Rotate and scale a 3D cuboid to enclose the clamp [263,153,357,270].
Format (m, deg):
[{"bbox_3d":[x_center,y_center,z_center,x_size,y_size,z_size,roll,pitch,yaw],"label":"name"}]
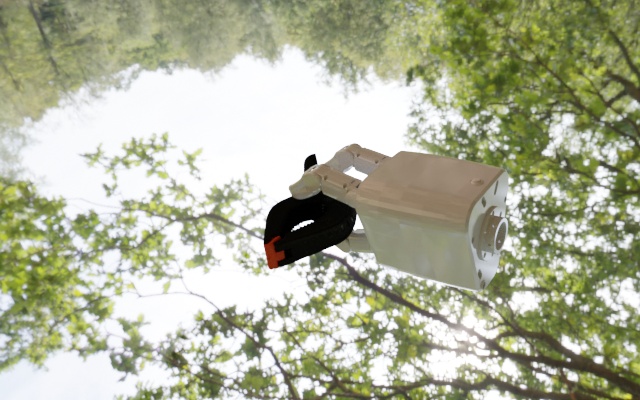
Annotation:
[{"bbox_3d":[0.000,0.003,0.519,0.164,0.036,0.210,14,36,37],"label":"clamp"}]
